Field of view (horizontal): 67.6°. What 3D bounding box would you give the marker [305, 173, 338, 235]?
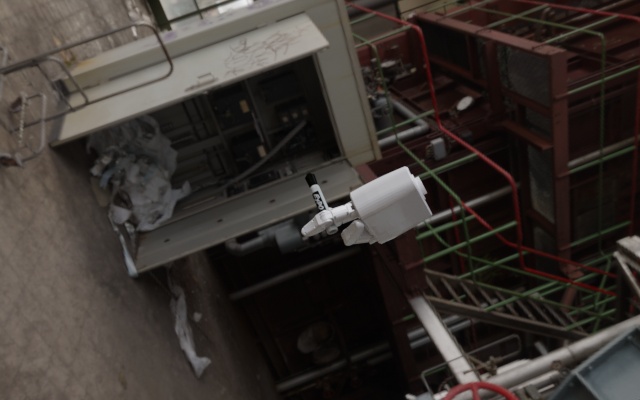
[{"bbox_3d":[0.000,0.003,0.829,0.020,0.121,0.020,-18,-26,-9],"label":"marker"}]
